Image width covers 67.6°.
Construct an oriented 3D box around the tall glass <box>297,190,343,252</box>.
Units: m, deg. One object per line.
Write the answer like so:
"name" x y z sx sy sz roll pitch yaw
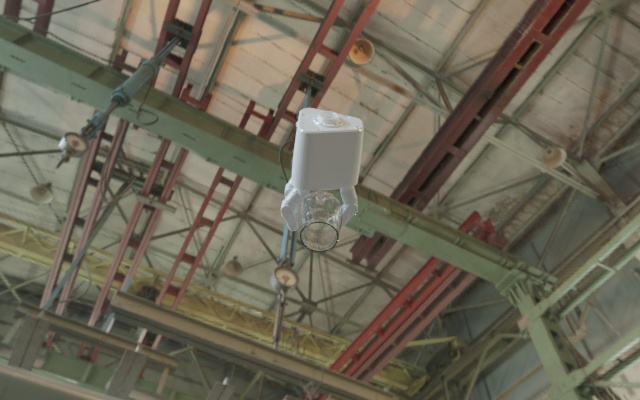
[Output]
"tall glass" 0.000 0.002 0.842 0.079 0.079 0.201 0 35 1
